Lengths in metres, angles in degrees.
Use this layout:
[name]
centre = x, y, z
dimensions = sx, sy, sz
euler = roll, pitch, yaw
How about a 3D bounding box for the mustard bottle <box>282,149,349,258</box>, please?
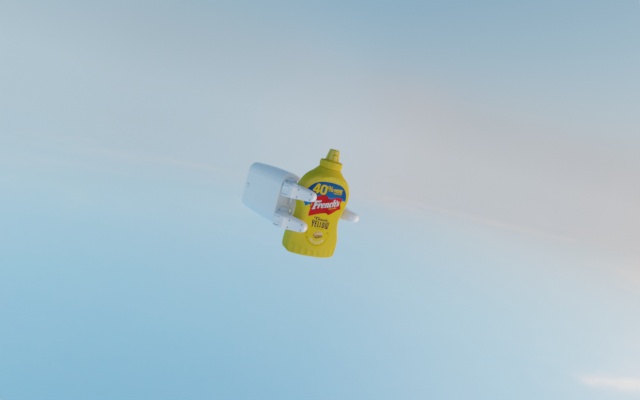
[mustard bottle]
centre = 0.000, 0.003, 0.846
dimensions = 0.096, 0.191, 0.058
euler = 12, 10, -23
